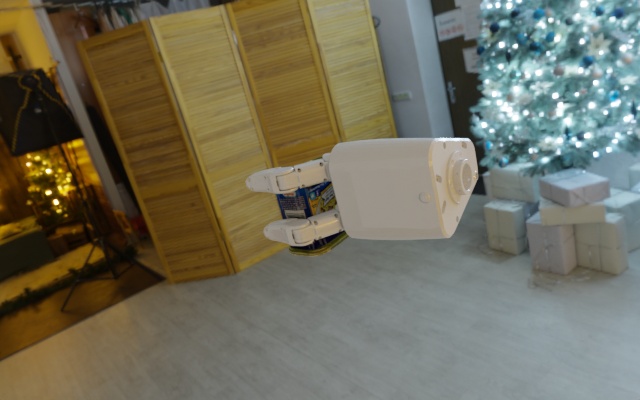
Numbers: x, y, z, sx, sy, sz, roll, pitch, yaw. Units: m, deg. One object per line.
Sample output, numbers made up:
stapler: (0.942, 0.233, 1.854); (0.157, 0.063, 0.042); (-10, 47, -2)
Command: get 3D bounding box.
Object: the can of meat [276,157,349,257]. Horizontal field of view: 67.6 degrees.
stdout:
can of meat: (0.000, 0.001, 0.534); (0.057, 0.084, 0.102); (2, 24, 41)
